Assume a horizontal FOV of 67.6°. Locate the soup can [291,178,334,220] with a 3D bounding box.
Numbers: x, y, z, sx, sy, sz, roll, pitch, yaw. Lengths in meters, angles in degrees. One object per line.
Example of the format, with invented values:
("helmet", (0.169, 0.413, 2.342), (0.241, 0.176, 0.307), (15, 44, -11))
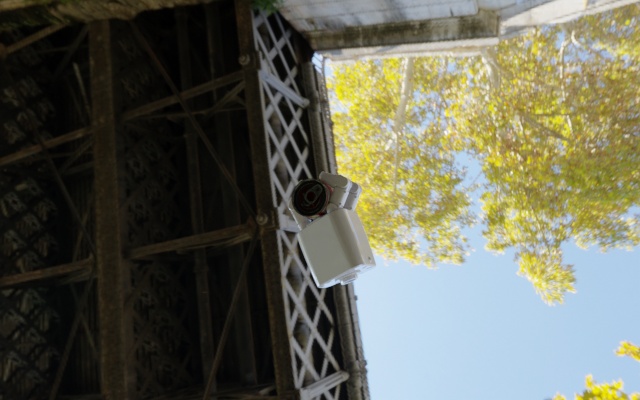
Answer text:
("soup can", (0.000, 0.003, 0.872), (0.068, 0.068, 0.102), (0, -9, 24))
